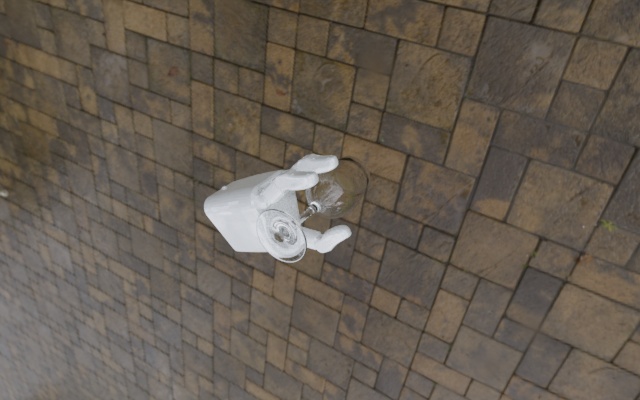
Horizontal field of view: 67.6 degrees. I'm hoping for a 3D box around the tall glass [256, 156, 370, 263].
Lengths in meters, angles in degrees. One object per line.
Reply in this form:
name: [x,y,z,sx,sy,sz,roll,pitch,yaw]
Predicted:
tall glass: [0.000,0.002,0.659,0.079,0.079,0.201,0,25,33]
